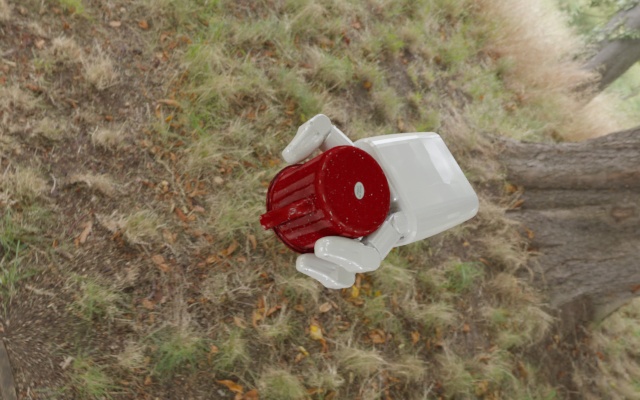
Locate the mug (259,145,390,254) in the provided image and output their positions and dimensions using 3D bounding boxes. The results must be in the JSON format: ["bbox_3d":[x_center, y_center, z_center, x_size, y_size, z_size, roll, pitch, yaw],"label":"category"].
[{"bbox_3d":[-0.001,0.002,0.430,0.117,0.093,0.081,-15,-5,-37],"label":"mug"}]
